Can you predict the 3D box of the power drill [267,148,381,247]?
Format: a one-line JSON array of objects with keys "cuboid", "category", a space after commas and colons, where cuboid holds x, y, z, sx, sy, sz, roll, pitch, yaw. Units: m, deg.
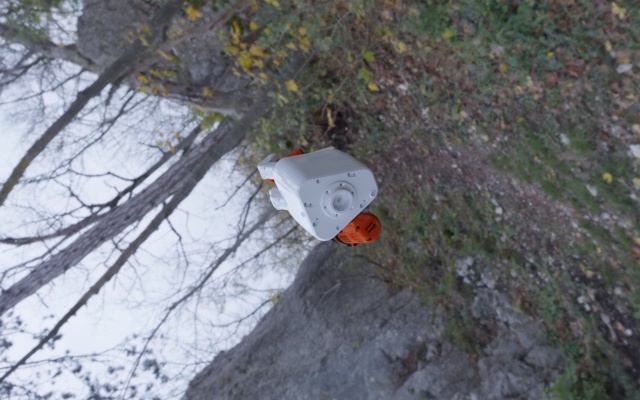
[{"cuboid": [0.000, 0.002, 0.796, 0.188, 0.057, 0.184, 41, -17, -11], "category": "power drill"}]
